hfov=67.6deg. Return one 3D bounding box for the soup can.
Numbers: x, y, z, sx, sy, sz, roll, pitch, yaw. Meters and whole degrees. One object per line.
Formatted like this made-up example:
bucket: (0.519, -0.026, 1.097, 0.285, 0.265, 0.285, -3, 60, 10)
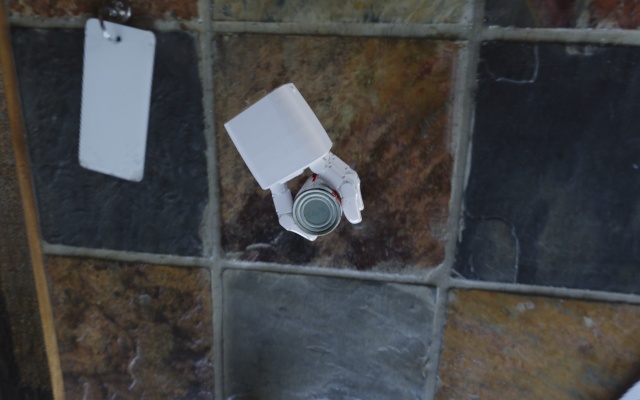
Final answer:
soup can: (0.000, 0.003, 0.673, 0.068, 0.068, 0.102, 0, 16, 7)
